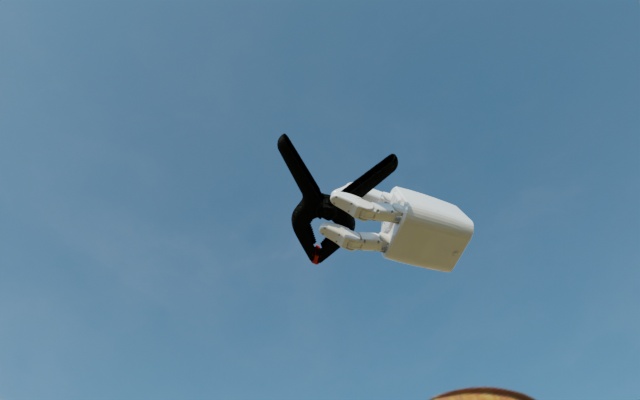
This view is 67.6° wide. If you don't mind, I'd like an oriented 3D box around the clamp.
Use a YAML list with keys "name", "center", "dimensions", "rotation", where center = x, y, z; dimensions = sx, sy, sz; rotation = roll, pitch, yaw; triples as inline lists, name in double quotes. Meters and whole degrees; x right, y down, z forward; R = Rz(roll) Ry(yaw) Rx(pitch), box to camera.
- name: "clamp"
  center: [0.000, 0.002, 0.691]
  dimensions: [0.164, 0.210, 0.036]
  rotation: [17, 33, -5]
